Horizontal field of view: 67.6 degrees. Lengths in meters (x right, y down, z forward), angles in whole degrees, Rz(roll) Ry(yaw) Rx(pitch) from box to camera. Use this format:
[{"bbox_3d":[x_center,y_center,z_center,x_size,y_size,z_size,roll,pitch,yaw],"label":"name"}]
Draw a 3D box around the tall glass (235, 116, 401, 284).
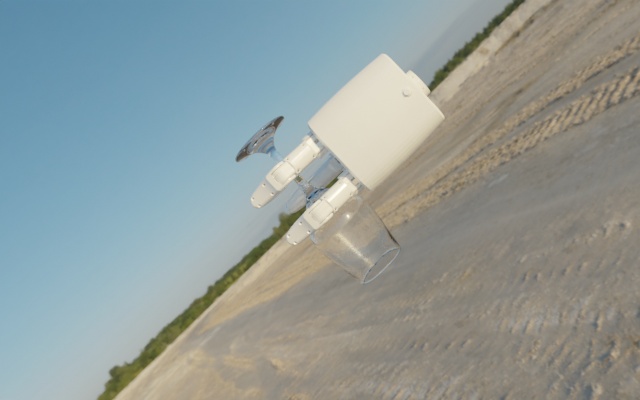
[{"bbox_3d":[0.000,0.001,0.540,0.079,0.201,0.079,-44,0,0],"label":"tall glass"}]
